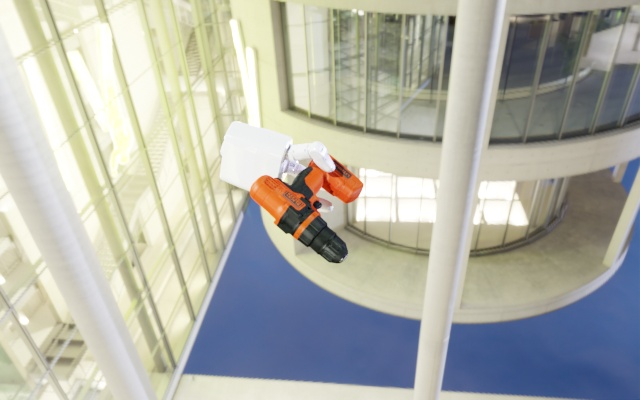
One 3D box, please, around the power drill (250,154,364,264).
[{"bbox_3d":[0.000,0.002,0.788,0.057,0.184,0.187,-53,-8,36],"label":"power drill"}]
